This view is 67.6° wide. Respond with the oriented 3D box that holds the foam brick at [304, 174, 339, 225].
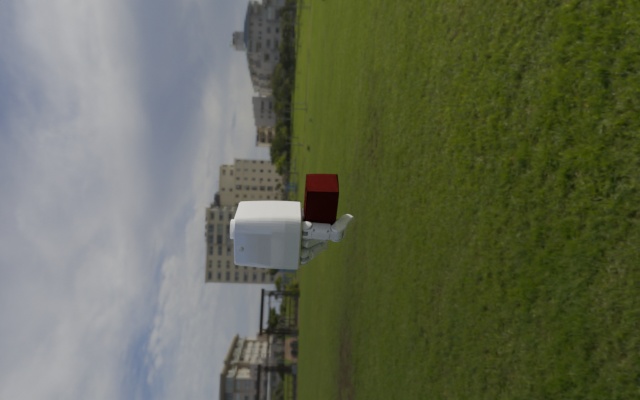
[{"bbox_3d":[0.000,0.002,0.764,0.051,0.078,0.053,3,35,-4],"label":"foam brick"}]
